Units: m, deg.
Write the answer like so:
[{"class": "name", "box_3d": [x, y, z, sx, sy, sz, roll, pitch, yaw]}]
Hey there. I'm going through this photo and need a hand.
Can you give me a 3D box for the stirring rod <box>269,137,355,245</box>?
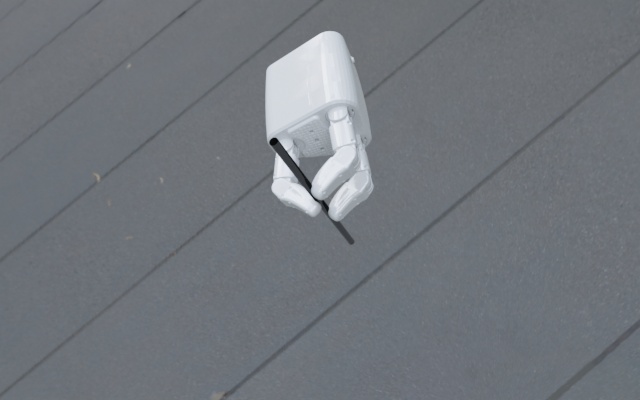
[{"class": "stirring rod", "box_3d": [0.000, 0.002, 0.494, 0.011, 0.011, 0.240, 0, -25, 21]}]
